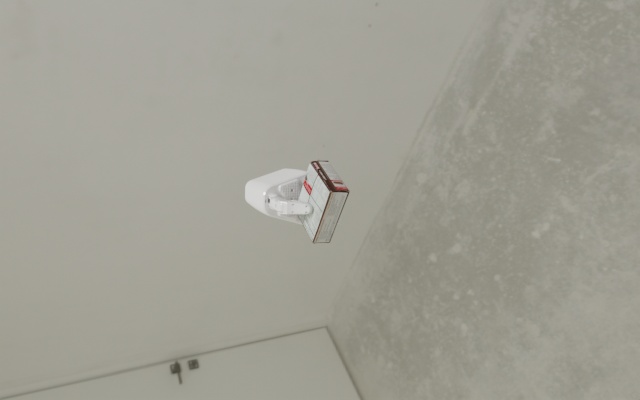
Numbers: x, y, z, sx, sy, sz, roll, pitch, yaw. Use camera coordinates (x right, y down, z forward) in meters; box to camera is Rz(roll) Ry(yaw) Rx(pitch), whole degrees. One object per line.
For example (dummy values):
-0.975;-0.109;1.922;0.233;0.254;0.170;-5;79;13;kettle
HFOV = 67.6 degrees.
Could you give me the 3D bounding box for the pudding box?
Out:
0.000;0.003;0.805;0.039;0.114;0.090;-3;39;-28;pudding box
